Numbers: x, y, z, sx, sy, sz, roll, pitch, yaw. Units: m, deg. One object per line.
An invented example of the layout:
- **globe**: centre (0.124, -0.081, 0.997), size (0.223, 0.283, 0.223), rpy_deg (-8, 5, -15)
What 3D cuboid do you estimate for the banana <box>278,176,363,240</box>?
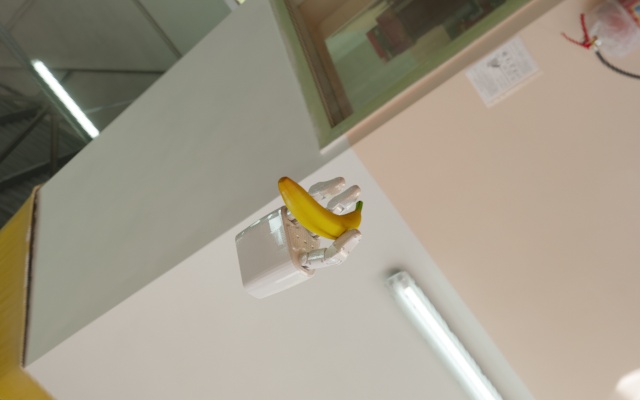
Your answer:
- **banana**: centre (0.006, 0.020, 0.672), size (0.037, 0.069, 0.198), rpy_deg (-24, -23, 28)
